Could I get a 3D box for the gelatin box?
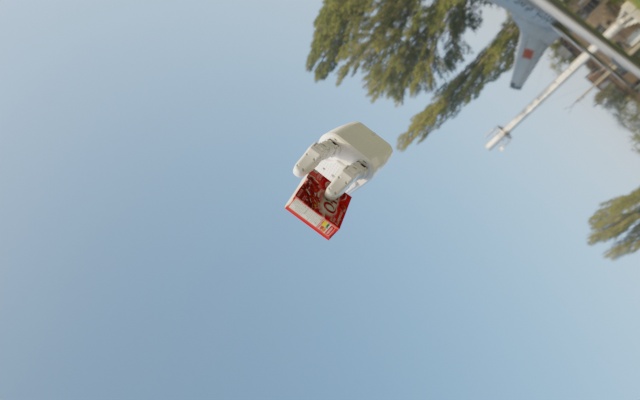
[{"bbox_3d":[0.000,0.003,0.650,0.073,0.030,0.089,37,32,-6],"label":"gelatin box"}]
